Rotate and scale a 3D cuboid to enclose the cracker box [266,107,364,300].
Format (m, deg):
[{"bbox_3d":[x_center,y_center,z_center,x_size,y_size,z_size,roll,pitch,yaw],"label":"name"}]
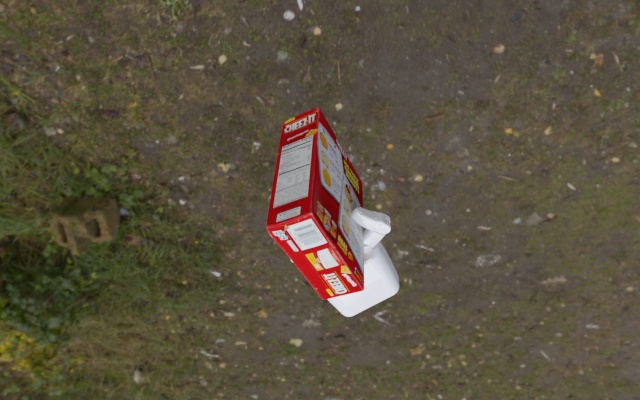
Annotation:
[{"bbox_3d":[0.000,0.002,0.665,0.072,0.213,0.164,-17,-49,19],"label":"cracker box"}]
